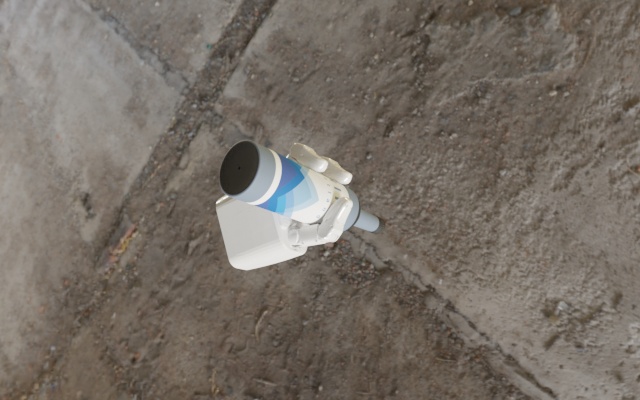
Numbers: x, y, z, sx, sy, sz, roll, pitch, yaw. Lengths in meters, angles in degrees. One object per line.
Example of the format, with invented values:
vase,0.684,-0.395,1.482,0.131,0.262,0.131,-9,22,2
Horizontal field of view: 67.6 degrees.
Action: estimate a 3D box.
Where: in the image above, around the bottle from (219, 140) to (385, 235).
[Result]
bottle,0.000,0.002,0.633,0.069,0.069,0.296,0,-15,39
